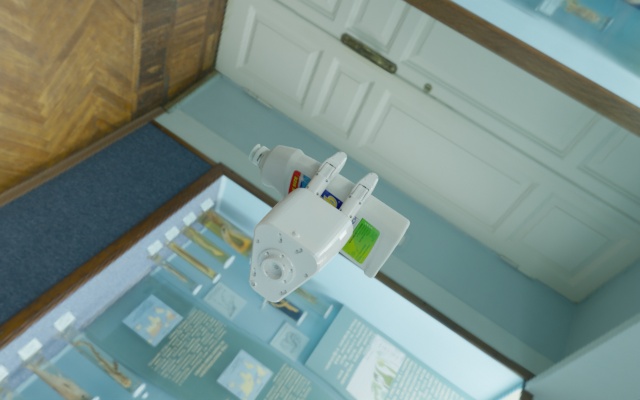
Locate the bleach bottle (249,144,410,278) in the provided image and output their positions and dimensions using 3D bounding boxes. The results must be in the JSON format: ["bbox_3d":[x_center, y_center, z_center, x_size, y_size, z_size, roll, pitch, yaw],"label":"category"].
[{"bbox_3d":[0.000,0.002,0.704,0.251,0.103,0.068,34,32,8],"label":"bleach bottle"}]
